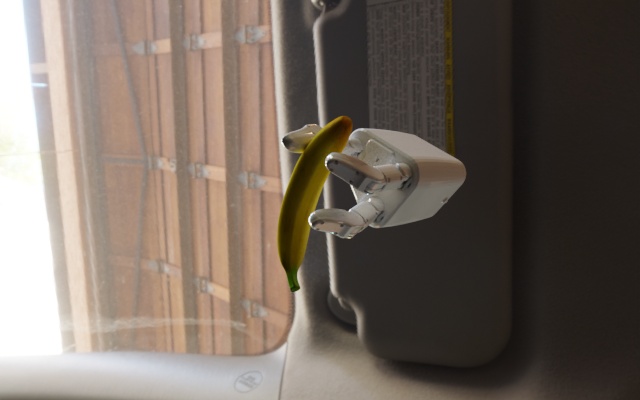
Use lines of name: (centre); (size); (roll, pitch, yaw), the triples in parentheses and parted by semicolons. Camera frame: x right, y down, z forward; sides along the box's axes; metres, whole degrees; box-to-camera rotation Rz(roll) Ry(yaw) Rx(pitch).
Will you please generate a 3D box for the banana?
banana: (-0.012, -0.002, 0.522); (0.037, 0.198, 0.069); (1, 22, -40)
